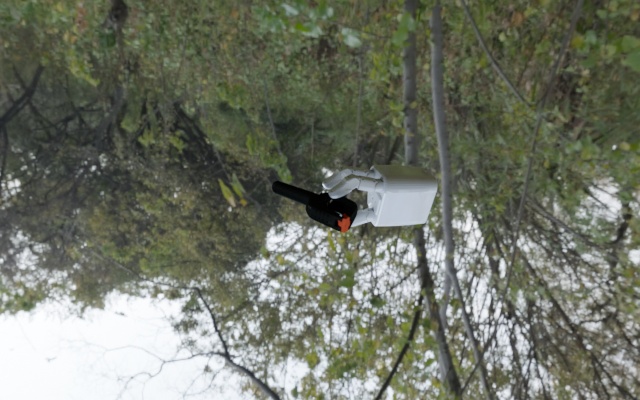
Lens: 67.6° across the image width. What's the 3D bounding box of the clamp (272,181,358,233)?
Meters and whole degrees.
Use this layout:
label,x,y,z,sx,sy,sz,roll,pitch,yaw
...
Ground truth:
label,x,y,z,sx,sy,sz,roll,pitch,yaw
clamp,0.000,0.004,0.886,0.164,0.036,0.210,-1,22,-12
